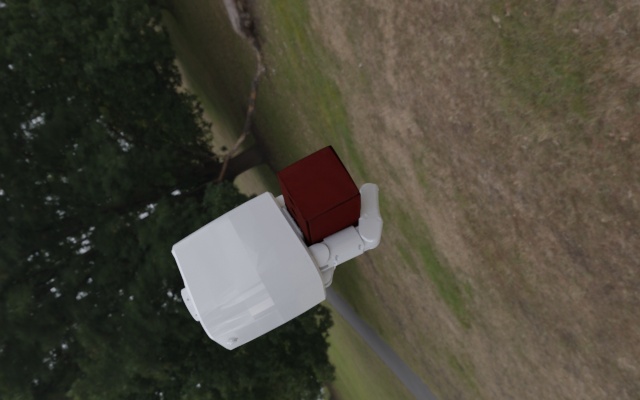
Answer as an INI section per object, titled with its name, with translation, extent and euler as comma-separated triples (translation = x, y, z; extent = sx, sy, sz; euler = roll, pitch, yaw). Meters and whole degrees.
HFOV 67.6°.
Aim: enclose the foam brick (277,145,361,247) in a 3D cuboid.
[foam brick]
translation = 0.000, 0.001, 0.413
extent = 0.051, 0.053, 0.078
euler = -26, -24, -9
